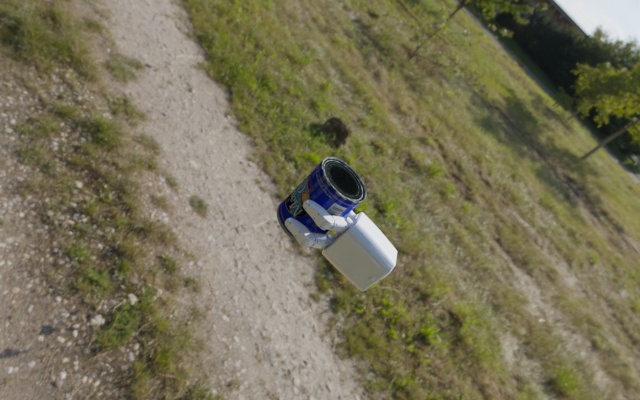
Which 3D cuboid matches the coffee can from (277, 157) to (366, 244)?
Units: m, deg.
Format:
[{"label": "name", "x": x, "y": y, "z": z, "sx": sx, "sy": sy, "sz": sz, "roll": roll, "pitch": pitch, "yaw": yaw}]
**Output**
[{"label": "coffee can", "x": 0.000, "y": 0.003, "z": 0.880, "sx": 0.103, "sy": 0.102, "sz": 0.140, "roll": 0, "pitch": -36, "yaw": -49}]
